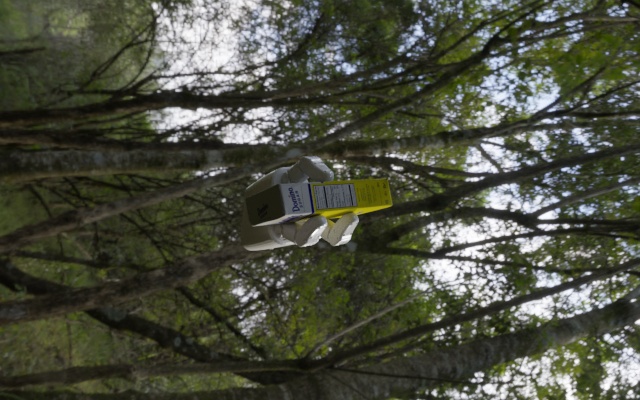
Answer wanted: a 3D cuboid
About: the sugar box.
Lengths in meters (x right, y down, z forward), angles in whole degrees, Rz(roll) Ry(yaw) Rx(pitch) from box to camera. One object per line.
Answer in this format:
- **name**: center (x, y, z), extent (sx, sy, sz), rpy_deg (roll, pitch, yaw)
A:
- **sugar box**: center (0.000, 0.003, 0.637), extent (0.176, 0.048, 0.093), rpy_deg (-8, -6, -35)
